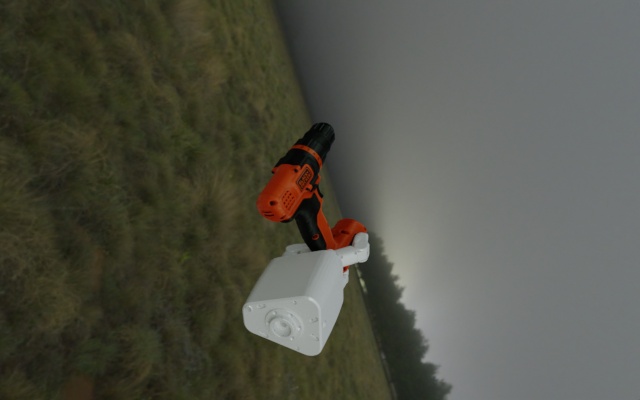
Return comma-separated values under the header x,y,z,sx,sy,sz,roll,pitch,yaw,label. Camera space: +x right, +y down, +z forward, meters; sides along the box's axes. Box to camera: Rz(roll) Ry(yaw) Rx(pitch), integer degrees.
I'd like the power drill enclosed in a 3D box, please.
x,y,z,sx,sy,sz,roll,pitch,yaw,label
0.000,0.003,0.702,0.057,0.188,0.184,-2,43,40,power drill
